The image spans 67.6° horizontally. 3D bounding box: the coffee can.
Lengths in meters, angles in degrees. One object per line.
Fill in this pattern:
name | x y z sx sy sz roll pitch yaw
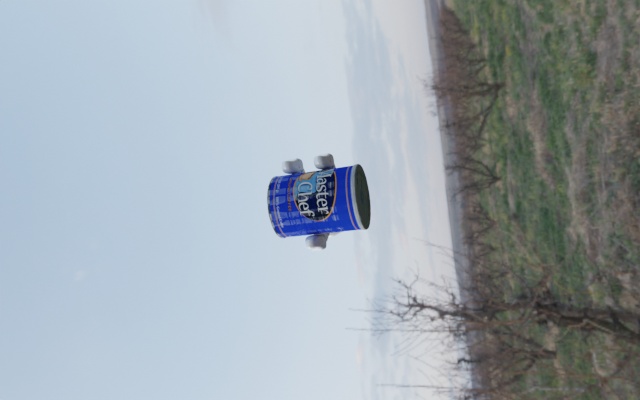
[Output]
coffee can | 0.000 0.003 0.756 0.140 0.103 0.103 -7 -2 17
